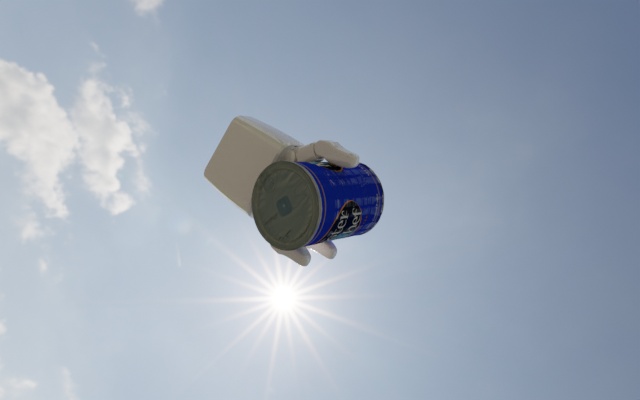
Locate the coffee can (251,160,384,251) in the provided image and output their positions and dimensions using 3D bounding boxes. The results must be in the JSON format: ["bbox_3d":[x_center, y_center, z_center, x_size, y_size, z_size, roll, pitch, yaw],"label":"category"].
[{"bbox_3d":[0.000,0.002,0.594,0.103,0.103,0.140,0,4,38],"label":"coffee can"}]
